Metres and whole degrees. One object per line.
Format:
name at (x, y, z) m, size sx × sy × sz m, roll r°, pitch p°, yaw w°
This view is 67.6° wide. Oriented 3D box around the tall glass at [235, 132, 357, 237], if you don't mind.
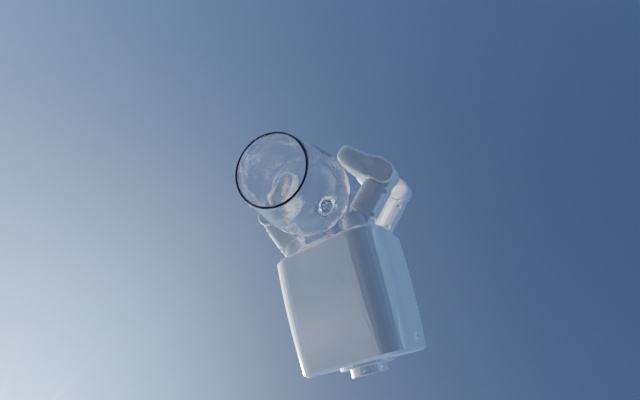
tall glass at (0.000, 0.002, 0.446) m, size 0.079 × 0.079 × 0.201 m, roll 0°, pitch -15°, yaw 23°
